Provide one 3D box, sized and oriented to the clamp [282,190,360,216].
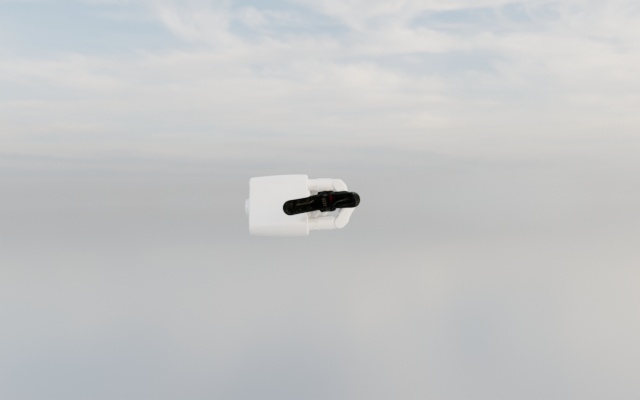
[{"bbox_3d":[0.000,0.002,0.800,0.120,0.039,0.171,-2,0,-1],"label":"clamp"}]
